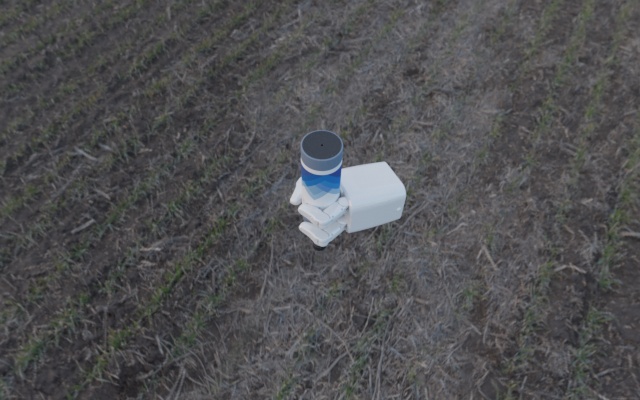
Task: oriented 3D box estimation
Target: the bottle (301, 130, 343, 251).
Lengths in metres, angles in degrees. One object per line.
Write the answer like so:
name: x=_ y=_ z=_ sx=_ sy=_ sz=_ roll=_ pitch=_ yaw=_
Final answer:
bottle: x=0.000 y=0.003 z=0.857 sx=0.069 sy=0.069 sz=0.296 roll=0 pitch=-37 yaw=-1
